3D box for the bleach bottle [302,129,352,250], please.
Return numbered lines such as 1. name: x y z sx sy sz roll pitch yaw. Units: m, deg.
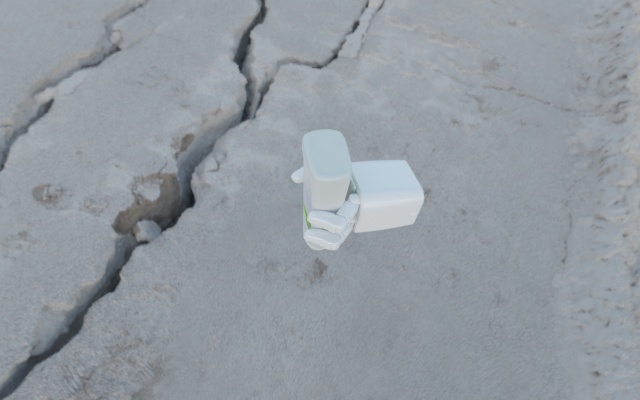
1. bleach bottle: 0.000 0.003 0.800 0.068 0.102 0.251 -6 -34 -10
